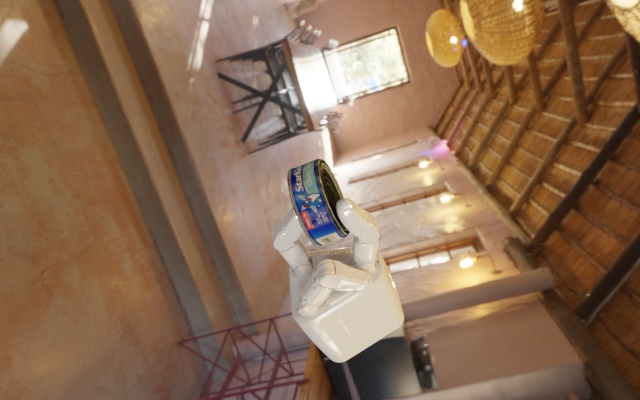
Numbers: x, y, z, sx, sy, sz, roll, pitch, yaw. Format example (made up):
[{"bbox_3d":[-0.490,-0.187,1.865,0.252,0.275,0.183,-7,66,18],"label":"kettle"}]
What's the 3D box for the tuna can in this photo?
[{"bbox_3d":[0.001,0.001,0.487,0.034,0.086,0.086,-20,-5,14],"label":"tuna can"}]
